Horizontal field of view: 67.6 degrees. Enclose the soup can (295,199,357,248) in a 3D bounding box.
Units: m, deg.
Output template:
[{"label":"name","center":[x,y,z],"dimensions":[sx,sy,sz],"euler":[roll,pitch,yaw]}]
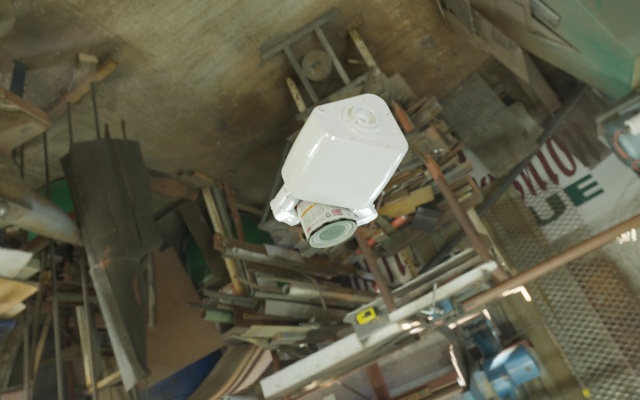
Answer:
[{"label":"soup can","center":[0.000,0.003,0.625],"dimensions":[0.068,0.102,0.068],"euler":[-17,-29,-10]}]
